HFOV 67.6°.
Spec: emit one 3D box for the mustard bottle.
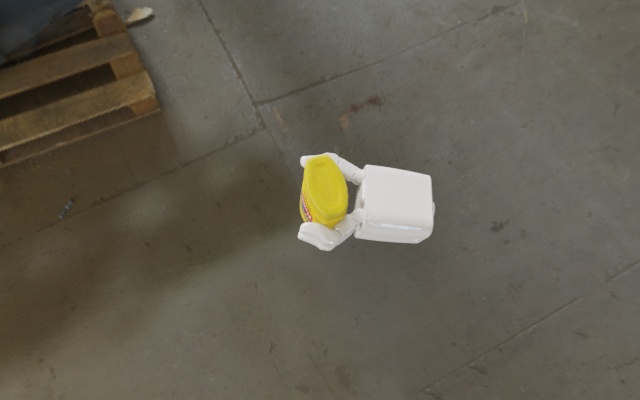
[{"bbox_3d":[0.000,0.002,0.759,0.058,0.096,0.192,-17,-12,-10],"label":"mustard bottle"}]
